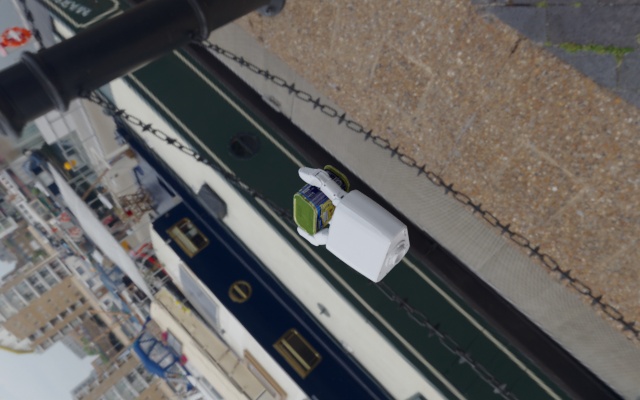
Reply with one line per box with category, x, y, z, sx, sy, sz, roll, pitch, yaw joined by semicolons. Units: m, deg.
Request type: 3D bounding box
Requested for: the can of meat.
can of meat;0.000;0.003;0.830;0.057;0.084;0.102;37;-29;22
